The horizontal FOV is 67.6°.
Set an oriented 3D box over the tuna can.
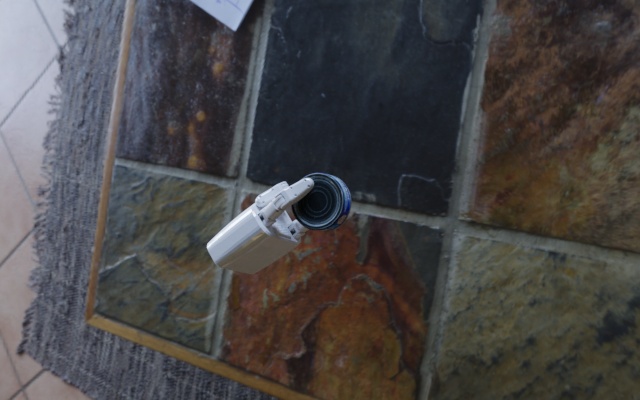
[{"bbox_3d":[0.000,0.002,0.705,0.086,0.086,0.034,0,-4,22],"label":"tuna can"}]
